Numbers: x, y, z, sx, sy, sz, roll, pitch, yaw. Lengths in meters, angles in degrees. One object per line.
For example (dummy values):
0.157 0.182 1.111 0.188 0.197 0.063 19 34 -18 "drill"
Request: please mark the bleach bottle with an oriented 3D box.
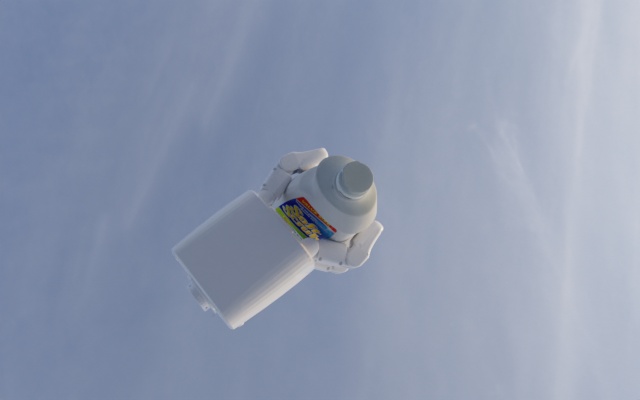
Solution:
0.000 0.002 0.529 0.068 0.102 0.251 -37 -3 -18 "bleach bottle"
